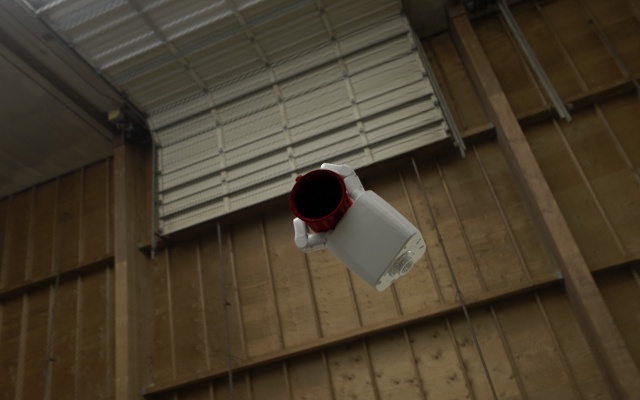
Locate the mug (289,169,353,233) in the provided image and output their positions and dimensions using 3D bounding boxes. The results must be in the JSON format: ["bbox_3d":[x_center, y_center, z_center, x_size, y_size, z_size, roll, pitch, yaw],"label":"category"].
[{"bbox_3d":[-0.001,0.002,0.774,0.117,0.093,0.081,42,-7,32],"label":"mug"}]
